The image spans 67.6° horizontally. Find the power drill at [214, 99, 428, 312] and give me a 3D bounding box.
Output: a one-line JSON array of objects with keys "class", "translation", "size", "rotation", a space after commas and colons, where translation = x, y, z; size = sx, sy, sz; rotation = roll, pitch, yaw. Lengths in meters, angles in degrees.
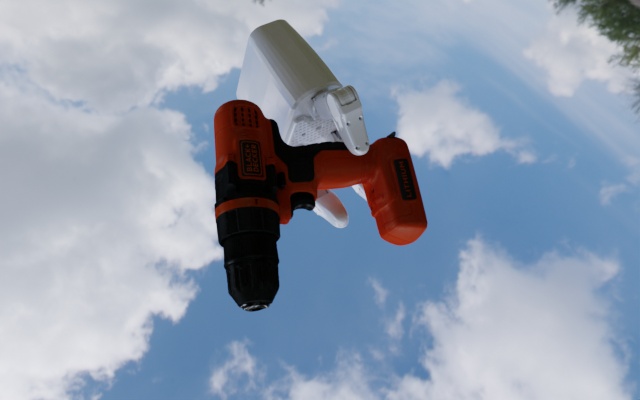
[{"class": "power drill", "translation": [0.000, 0.001, 0.422], "size": [0.187, 0.184, 0.057], "rotation": [3, -25, -26]}]
